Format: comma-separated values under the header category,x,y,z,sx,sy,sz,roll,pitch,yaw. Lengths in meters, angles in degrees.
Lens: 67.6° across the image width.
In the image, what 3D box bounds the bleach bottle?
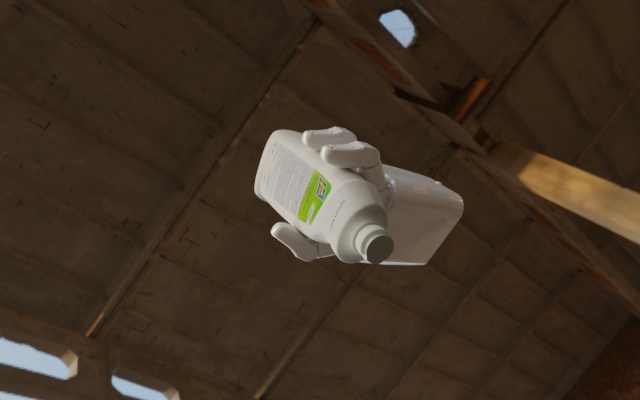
category,x,y,z,sx,sy,sz,roll,pitch,yaw
bleach bottle,0.000,0.002,0.519,0.068,0.102,0.250,8,19,-28
